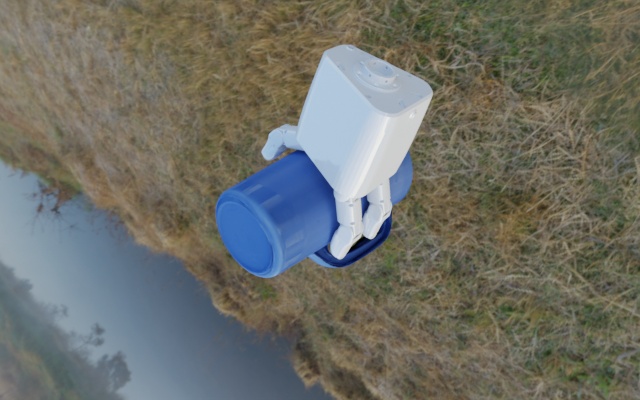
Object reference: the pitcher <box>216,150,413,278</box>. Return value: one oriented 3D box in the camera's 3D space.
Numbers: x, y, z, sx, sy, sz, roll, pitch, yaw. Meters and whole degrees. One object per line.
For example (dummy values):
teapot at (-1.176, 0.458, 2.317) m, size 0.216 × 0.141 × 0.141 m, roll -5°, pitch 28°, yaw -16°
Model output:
pitcher at (0.000, 0.002, 0.591) m, size 0.149 × 0.145 × 0.242 m, roll 41°, pitch 47°, yaw 20°
